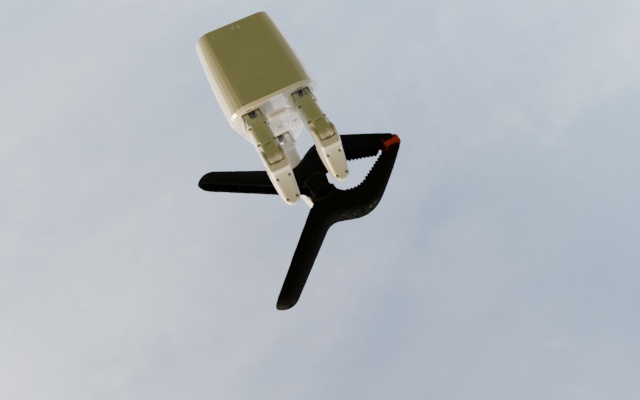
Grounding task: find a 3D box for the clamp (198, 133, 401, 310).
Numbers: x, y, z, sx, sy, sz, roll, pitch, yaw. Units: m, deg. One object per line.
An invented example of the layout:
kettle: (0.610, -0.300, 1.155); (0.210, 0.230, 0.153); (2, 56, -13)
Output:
clamp: (0.000, 0.001, 0.492); (0.210, 0.164, 0.036); (-26, -17, -9)
